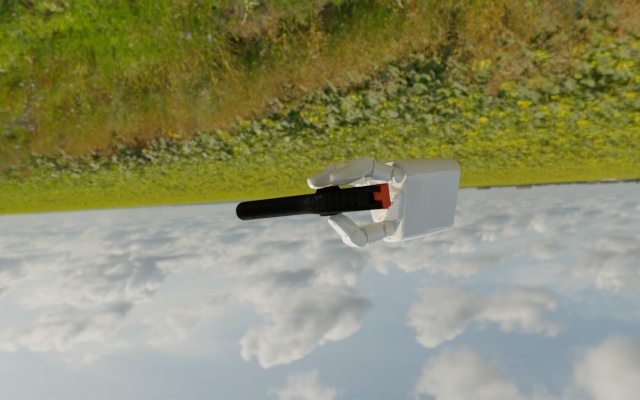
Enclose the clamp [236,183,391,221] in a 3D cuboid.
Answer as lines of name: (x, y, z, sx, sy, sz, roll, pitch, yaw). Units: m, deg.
clamp: (0.001, 0.003, 0.597, 0.164, 0.036, 0.210, -10, 4, -31)
